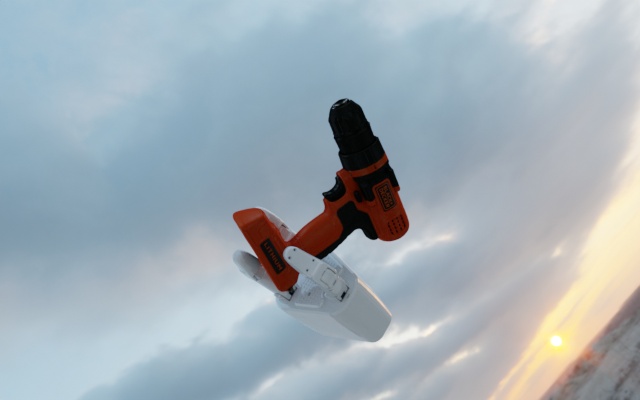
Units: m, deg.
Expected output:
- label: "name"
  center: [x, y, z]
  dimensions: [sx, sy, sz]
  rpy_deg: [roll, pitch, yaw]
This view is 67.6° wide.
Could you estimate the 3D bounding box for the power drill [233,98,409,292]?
- label: "power drill"
  center: [0.000, 0.002, 0.541]
  dimensions: [0.187, 0.184, 0.057]
  rpy_deg: [-30, 23, -9]
